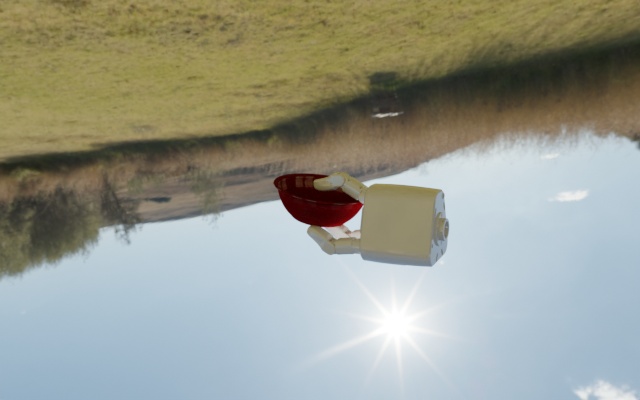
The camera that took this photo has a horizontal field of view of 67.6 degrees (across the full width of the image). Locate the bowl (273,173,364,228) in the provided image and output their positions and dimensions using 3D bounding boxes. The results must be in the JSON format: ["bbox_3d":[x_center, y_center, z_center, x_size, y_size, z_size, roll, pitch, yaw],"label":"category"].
[{"bbox_3d":[-0.001,0.003,0.788,0.162,0.055,0.162,8,18,-3],"label":"bowl"}]
